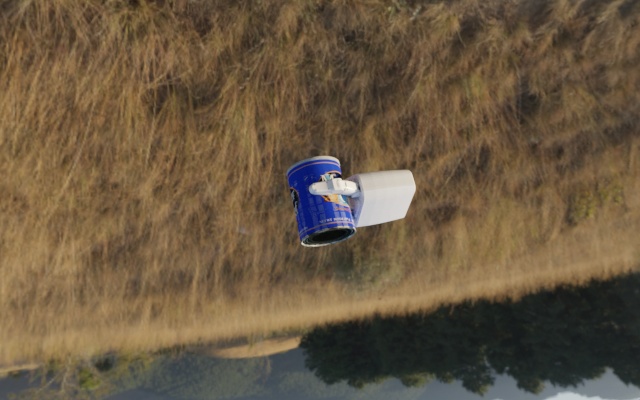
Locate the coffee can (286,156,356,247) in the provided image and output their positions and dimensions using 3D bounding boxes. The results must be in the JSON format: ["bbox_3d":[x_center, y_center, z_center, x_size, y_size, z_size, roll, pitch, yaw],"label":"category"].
[{"bbox_3d":[0.000,0.003,0.882,0.103,0.140,0.103,-11,-19,-4],"label":"coffee can"}]
